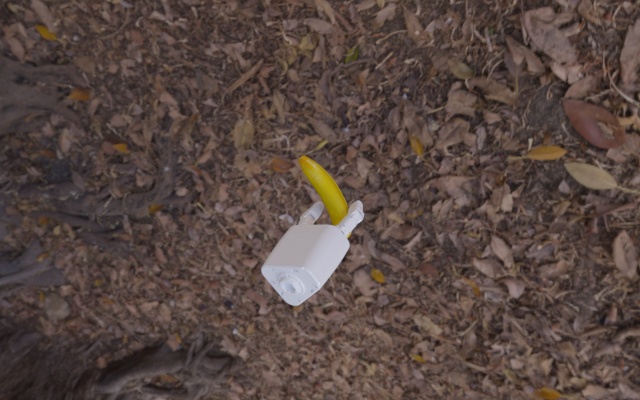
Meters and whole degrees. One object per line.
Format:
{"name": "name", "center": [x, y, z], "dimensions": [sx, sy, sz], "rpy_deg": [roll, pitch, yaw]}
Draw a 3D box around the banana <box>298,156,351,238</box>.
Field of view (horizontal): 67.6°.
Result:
{"name": "banana", "center": [0.017, 0.007, 0.862], "dimensions": [0.069, 0.198, 0.037], "rpy_deg": [4, 39, 35]}
